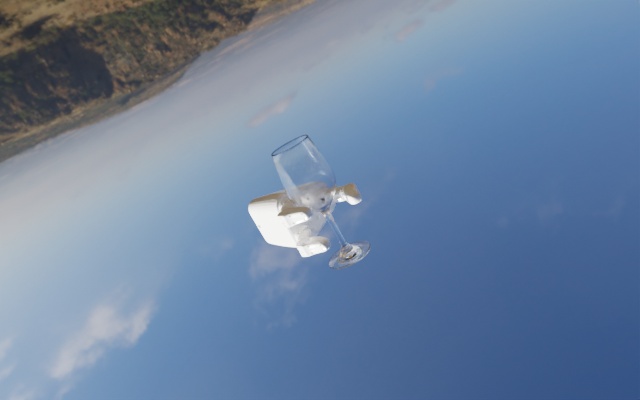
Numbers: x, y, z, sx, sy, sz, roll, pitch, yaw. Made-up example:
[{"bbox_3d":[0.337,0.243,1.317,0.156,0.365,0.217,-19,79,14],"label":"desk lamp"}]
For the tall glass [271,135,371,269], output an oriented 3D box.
[{"bbox_3d":[0.001,0.003,0.727,0.079,0.201,0.079,-26,17,8],"label":"tall glass"}]
